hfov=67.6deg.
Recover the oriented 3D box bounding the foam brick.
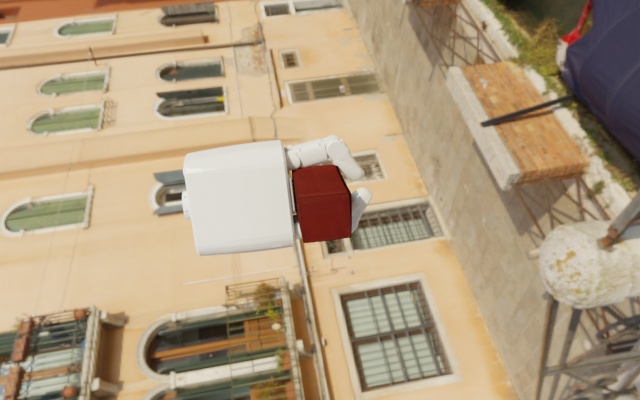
[{"bbox_3d":[0.000,0.002,0.498,0.051,0.053,0.078,-6,26,-7],"label":"foam brick"}]
